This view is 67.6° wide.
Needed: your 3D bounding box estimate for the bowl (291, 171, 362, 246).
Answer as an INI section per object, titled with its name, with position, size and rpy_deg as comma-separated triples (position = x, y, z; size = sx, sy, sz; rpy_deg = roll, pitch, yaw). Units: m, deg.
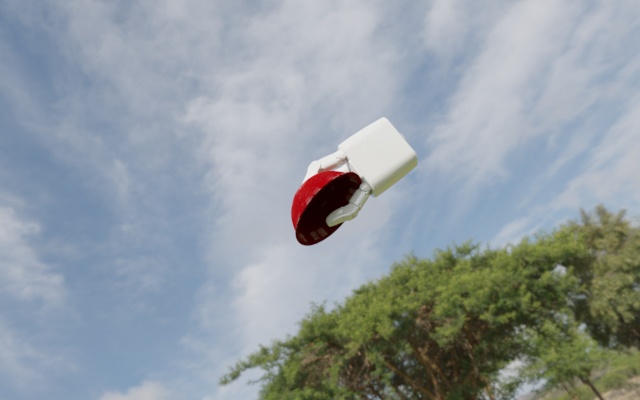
[bowl]
position = -0.001, 0.003, 0.862
size = 0.055, 0.162, 0.162
rpy_deg = 40, 21, 28
